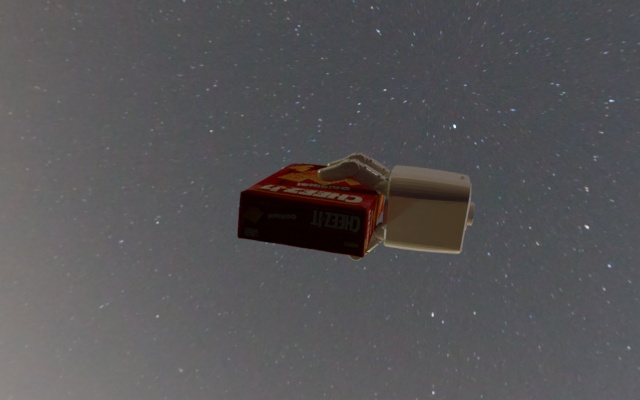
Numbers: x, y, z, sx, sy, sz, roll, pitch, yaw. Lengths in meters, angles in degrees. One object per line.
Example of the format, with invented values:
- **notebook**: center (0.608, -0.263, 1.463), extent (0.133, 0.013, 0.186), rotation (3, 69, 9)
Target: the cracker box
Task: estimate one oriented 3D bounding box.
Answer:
- **cracker box**: center (0.000, 0.002, 0.678), extent (0.164, 0.072, 0.213), rotation (7, 15, 12)
